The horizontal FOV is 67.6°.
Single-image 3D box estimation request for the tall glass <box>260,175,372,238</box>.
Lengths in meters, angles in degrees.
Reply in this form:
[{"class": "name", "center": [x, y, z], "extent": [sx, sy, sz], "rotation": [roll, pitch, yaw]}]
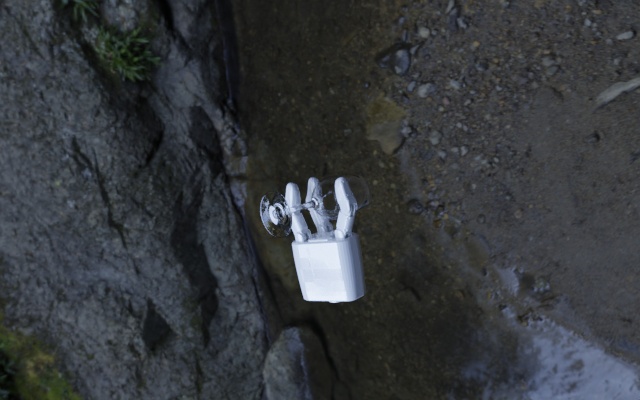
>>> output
[{"class": "tall glass", "center": [0.000, 0.003, 0.803], "extent": [0.079, 0.079, 0.201], "rotation": [0, 12, 46]}]
